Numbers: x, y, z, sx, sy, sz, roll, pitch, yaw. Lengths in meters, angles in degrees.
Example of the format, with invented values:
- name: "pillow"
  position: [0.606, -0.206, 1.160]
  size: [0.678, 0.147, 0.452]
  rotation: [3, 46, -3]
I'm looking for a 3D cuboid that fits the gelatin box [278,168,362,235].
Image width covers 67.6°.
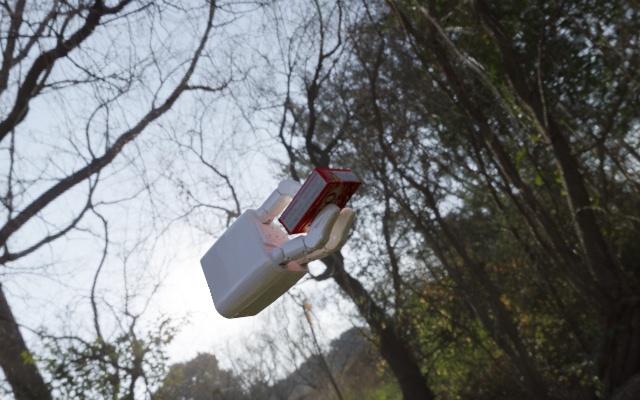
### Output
- name: "gelatin box"
  position: [0.000, 0.001, 0.588]
  size: [0.030, 0.089, 0.073]
  rotation: [49, 27, 25]
